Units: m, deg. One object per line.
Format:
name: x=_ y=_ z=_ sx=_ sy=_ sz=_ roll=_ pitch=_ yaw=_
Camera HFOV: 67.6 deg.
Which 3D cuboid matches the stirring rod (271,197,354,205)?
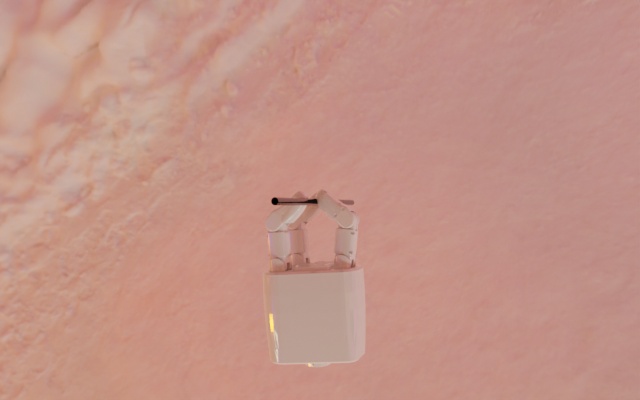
stirring rod: x=0.000 y=0.002 z=0.581 sx=0.011 sy=0.011 sz=0.239 roll=0 pitch=-1 yaw=22
